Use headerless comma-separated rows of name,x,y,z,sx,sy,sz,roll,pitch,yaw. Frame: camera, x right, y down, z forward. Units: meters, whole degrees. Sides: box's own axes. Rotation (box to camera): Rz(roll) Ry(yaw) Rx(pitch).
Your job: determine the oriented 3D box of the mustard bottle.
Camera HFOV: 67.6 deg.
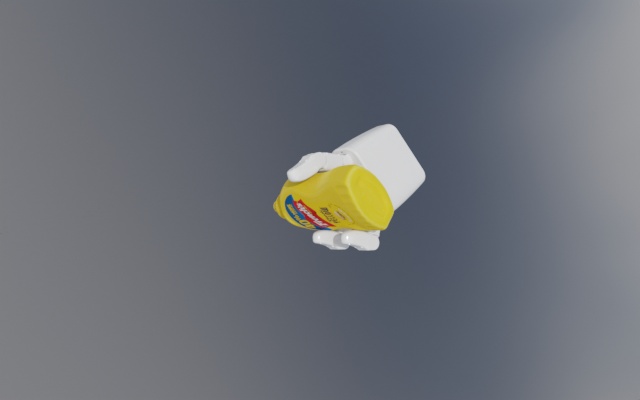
mustard bottle,0.000,0.002,0.654,0.191,0.058,0.096,-5,-42,47
